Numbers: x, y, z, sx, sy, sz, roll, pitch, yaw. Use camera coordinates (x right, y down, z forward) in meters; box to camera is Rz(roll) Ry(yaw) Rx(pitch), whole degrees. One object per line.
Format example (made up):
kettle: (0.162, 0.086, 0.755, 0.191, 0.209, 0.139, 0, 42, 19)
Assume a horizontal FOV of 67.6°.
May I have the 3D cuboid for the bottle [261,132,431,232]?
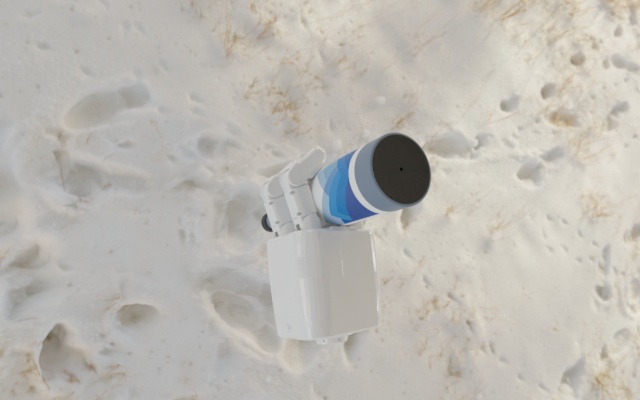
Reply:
bottle: (0.000, 0.002, 0.536, 0.069, 0.069, 0.296, 0, -11, -29)
